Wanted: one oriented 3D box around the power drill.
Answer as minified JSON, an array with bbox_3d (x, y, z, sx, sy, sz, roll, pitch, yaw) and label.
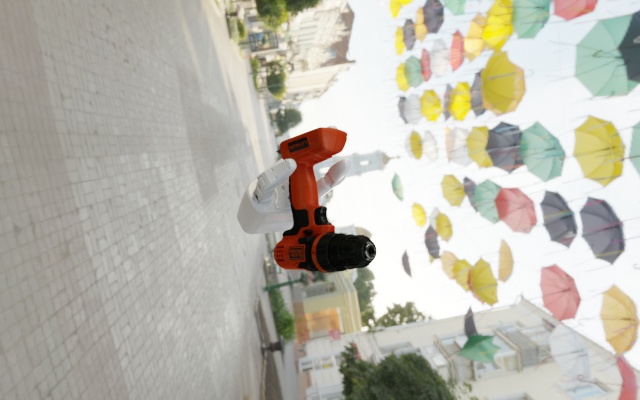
[{"bbox_3d":[0.000,0.002,0.637,0.057,0.187,0.184,7,-10,-40],"label":"power drill"}]
